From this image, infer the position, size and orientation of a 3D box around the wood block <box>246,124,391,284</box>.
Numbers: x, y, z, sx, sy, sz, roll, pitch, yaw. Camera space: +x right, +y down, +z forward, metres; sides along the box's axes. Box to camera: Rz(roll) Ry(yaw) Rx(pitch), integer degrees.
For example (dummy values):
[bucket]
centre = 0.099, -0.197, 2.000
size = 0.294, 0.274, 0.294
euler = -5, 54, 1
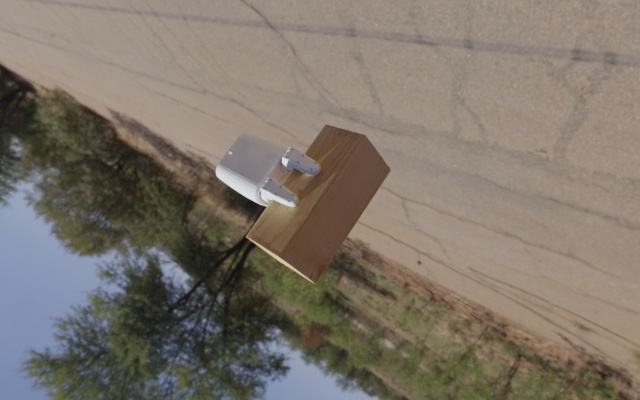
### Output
[wood block]
centre = 0.000, 0.002, 0.702
size = 0.090, 0.206, 0.091
euler = 24, -15, 44
